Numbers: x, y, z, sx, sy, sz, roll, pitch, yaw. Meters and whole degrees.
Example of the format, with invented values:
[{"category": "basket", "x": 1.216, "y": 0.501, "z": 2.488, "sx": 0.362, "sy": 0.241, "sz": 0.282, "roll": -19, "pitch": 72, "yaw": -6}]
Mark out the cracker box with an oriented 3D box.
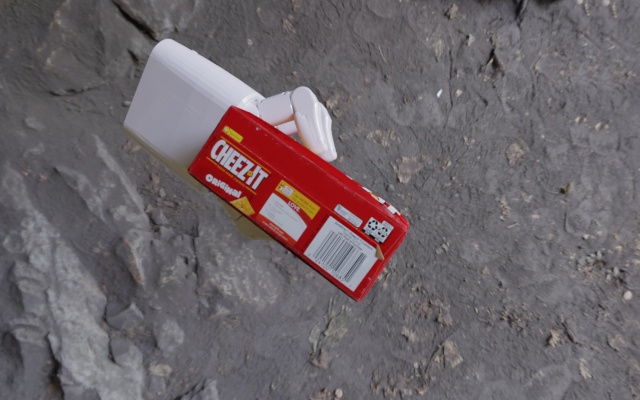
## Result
[{"category": "cracker box", "x": 0.000, "y": 0.002, "z": 0.446, "sx": 0.164, "sy": 0.072, "sz": 0.214, "roll": 36, "pitch": 5, "yaw": 10}]
